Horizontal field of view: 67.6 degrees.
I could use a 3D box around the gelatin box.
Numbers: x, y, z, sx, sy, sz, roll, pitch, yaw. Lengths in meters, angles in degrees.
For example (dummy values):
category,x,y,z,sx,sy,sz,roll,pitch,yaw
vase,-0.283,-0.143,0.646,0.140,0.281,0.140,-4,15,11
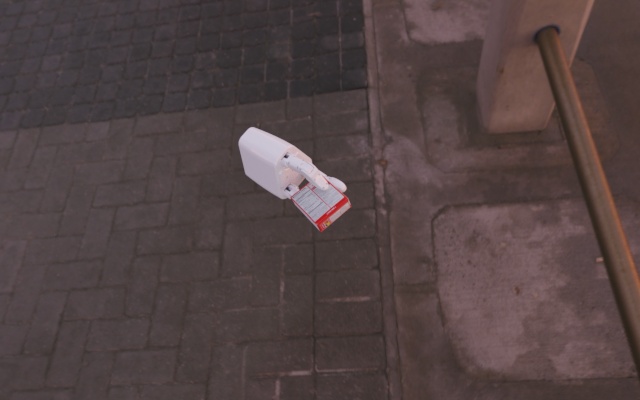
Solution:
category,x,y,z,sx,sy,sz,roll,pitch,yaw
gelatin box,0.000,0.003,0.865,0.089,0.073,0.030,44,-11,37
